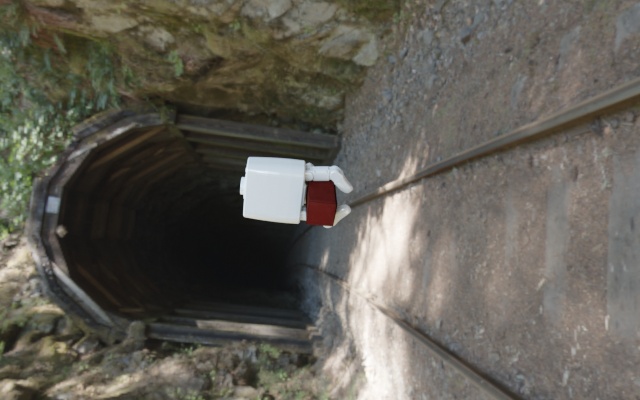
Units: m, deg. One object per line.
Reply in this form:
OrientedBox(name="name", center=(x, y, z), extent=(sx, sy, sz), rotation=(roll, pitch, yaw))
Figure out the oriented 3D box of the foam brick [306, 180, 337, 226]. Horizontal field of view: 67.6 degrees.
OrientedBox(name="foam brick", center=(0.000, 0.003, 0.870), extent=(0.051, 0.053, 0.078), rotation=(5, 35, -6))
